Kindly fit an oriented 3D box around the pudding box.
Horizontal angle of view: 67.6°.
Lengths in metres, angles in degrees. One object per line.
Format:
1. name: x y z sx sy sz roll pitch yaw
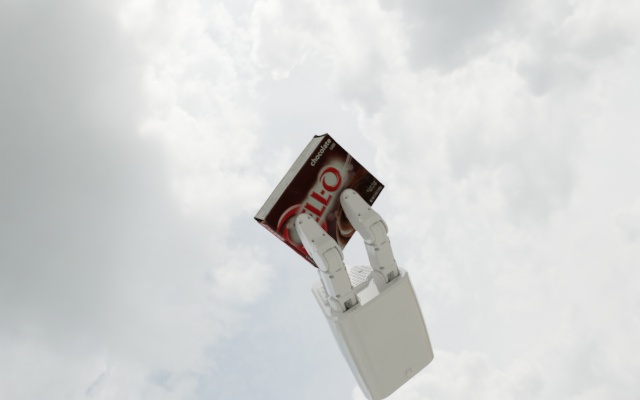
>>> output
1. pudding box: 0.000 0.002 0.493 0.090 0.113 0.039 40 -15 -24
